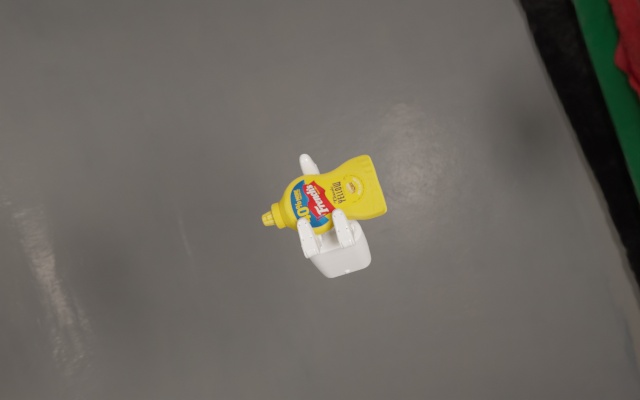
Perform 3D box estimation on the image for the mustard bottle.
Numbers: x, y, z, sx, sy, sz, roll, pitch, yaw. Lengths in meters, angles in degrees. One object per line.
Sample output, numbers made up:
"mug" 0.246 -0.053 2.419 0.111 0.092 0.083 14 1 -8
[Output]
"mustard bottle" 0.000 0.002 0.748 0.191 0.096 0.058 -18 -12 7
